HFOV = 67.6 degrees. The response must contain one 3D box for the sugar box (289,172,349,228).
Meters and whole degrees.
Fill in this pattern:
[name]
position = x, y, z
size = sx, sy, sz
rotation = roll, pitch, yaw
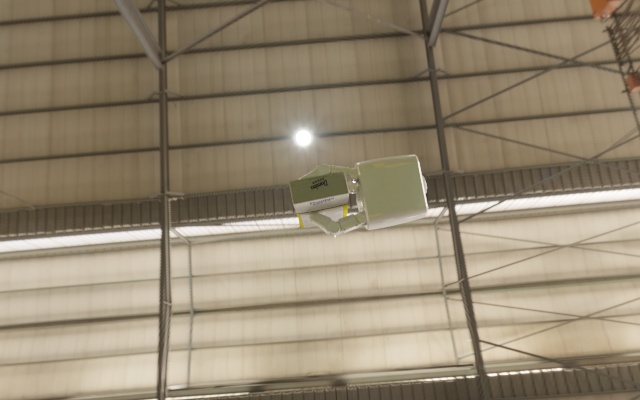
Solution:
[sugar box]
position = 0.000, 0.002, 0.840
size = 0.093, 0.048, 0.176
rotation = -11, -18, -2
